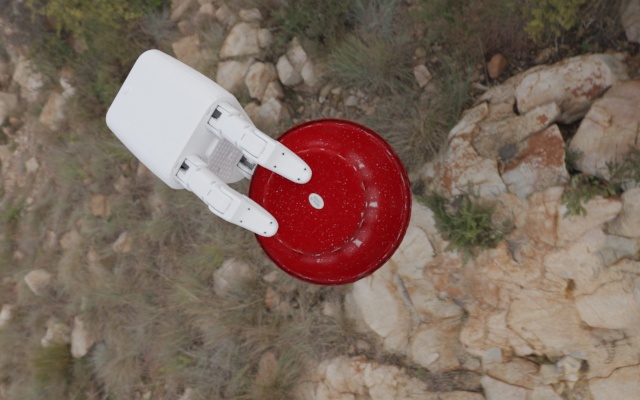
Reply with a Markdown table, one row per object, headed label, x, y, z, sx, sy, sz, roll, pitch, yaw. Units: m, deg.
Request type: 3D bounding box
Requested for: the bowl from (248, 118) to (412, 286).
| label | x | y | z | sx | sy | sz | roll | pitch | yaw |
| --- | --- | --- | --- | --- | --- | --- | --- | --- | --- |
| bowl | 0.001 | 0.002 | 0.434 | 0.162 | 0.162 | 0.055 | 0 | 0 | 13 |
